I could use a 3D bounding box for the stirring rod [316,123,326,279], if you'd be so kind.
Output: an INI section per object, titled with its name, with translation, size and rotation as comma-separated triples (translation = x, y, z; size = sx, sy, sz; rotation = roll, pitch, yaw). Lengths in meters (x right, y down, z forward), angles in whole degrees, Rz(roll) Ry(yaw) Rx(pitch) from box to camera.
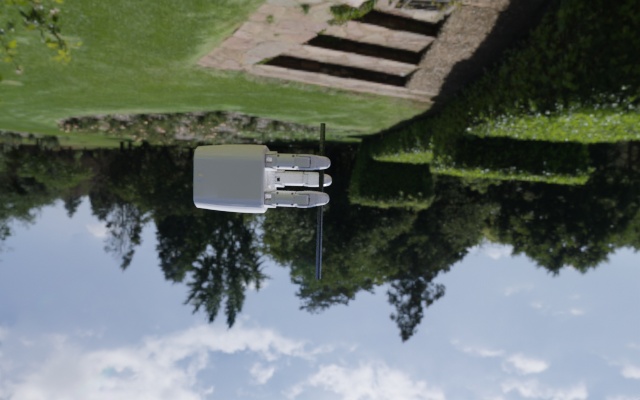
[stirring rod]
translation = 0.000, 0.002, 0.736
size = 0.011, 0.239, 0.011
rotation = 2, 5, 0
